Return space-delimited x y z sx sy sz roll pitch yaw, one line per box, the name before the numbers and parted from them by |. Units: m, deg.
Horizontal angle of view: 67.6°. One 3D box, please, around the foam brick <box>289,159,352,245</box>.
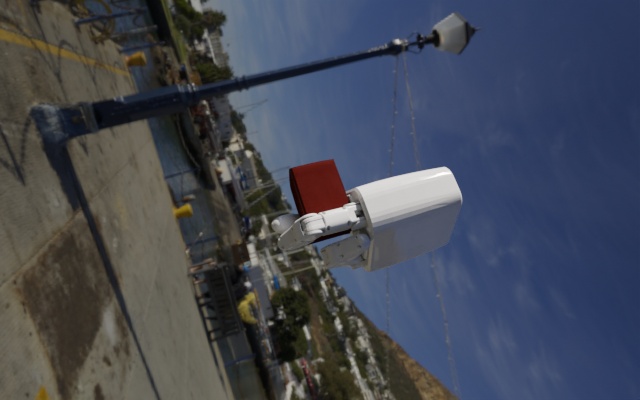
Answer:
foam brick | 0.000 0.001 0.534 0.051 0.078 0.053 -16 -18 -9
